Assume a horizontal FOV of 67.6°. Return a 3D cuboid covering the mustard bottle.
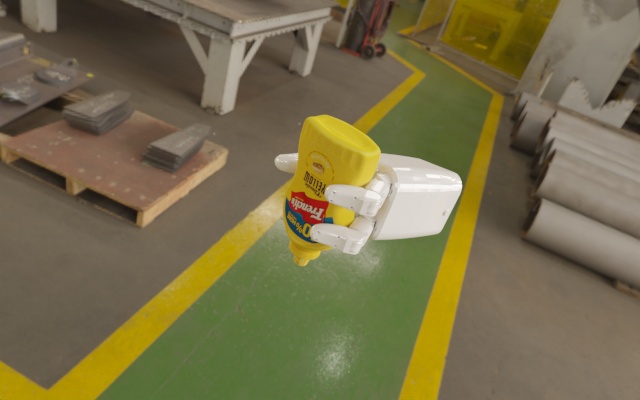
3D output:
[{"bbox_3d":[0.000,0.002,0.575,0.096,0.192,0.058,36,35,27],"label":"mustard bottle"}]
